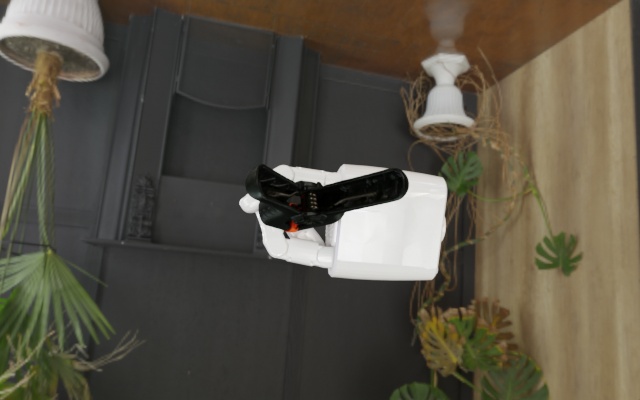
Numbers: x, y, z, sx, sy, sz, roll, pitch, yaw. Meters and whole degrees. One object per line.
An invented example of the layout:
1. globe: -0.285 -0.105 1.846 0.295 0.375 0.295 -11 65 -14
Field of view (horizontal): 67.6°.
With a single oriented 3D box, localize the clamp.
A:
1. clamp: 0.000 0.002 0.408 0.120 0.039 0.171 4 -10 -5
